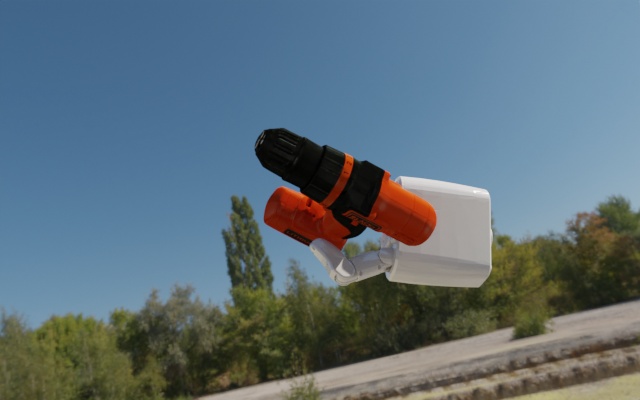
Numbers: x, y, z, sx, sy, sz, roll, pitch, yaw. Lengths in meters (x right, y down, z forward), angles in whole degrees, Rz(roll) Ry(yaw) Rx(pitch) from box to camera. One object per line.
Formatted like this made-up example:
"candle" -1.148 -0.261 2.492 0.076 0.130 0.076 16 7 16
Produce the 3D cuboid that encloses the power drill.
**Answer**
"power drill" 0.000 0.002 0.498 0.184 0.057 0.188 29 -19 -14
